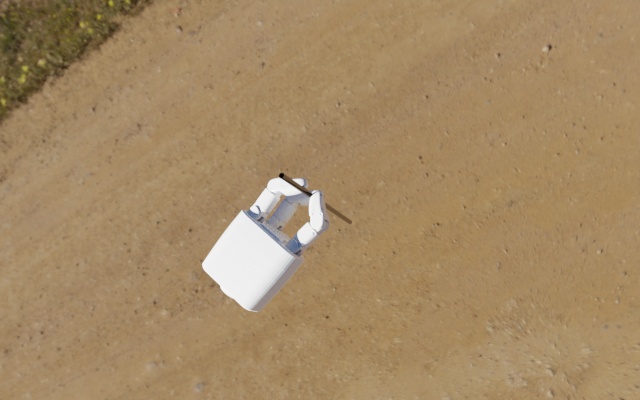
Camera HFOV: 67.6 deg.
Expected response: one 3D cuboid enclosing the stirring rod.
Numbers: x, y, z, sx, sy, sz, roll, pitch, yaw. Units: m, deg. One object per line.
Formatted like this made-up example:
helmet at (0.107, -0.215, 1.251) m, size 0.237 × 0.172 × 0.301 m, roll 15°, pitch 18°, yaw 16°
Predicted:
stirring rod at (0.000, 0.002, 0.730) m, size 0.011 × 0.011 × 0.240 m, roll 0°, pitch -17°, yaw 27°
